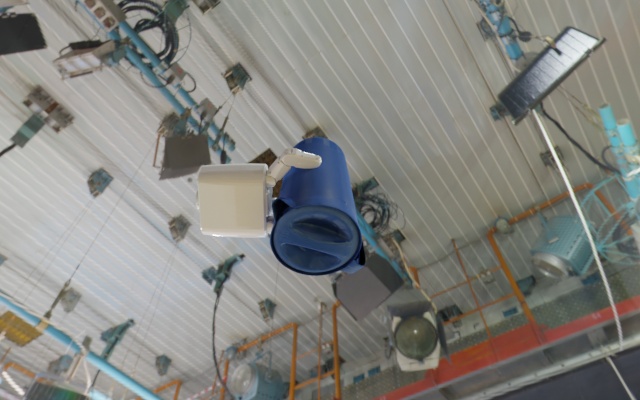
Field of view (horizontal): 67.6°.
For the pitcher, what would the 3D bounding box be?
[{"bbox_3d":[0.000,0.003,0.785,0.145,0.149,0.242,0,35,0],"label":"pitcher"}]
